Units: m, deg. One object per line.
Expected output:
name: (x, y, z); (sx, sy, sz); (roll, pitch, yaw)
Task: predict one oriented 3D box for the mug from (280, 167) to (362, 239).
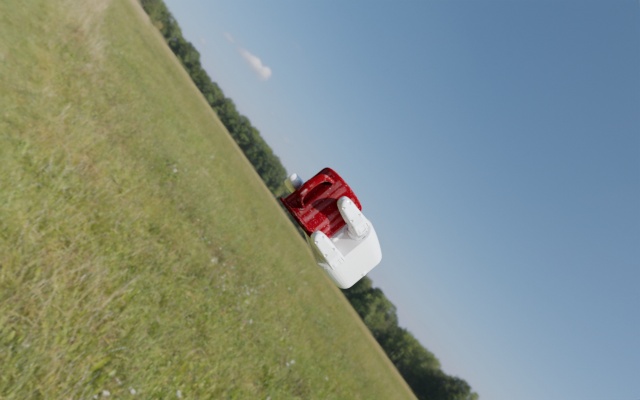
mug: (0.000, 0.001, 0.656); (0.081, 0.093, 0.117); (-39, -31, -6)
